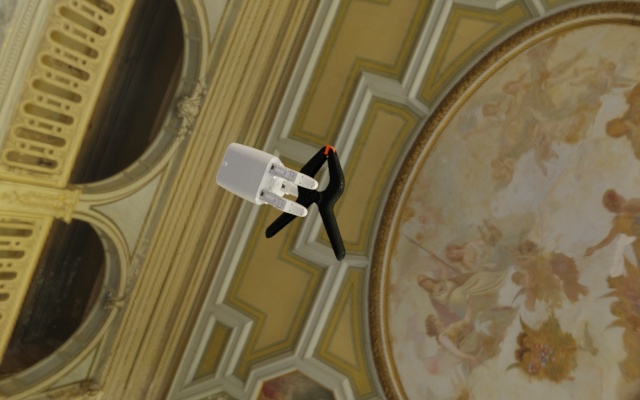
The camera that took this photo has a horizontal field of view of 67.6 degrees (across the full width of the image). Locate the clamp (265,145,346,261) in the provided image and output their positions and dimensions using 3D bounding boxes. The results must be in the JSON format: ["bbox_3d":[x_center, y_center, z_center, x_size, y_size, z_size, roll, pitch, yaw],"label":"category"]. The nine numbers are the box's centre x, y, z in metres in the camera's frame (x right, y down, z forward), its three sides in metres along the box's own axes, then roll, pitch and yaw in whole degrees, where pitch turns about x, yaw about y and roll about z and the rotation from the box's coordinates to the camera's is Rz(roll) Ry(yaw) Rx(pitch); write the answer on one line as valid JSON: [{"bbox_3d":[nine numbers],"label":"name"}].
[{"bbox_3d":[0.000,0.002,0.900,0.164,0.210,0.036,23,3,18],"label":"clamp"}]
